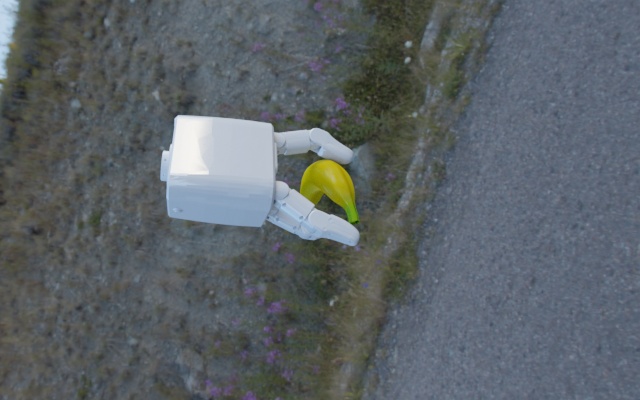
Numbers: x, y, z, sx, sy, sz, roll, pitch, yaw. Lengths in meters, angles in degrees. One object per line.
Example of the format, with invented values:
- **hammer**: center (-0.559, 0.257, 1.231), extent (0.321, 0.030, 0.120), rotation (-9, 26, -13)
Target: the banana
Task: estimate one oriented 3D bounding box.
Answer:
- **banana**: center (0.002, -0.016, 0.592), extent (0.037, 0.069, 0.198), rotation (2, 5, -15)
